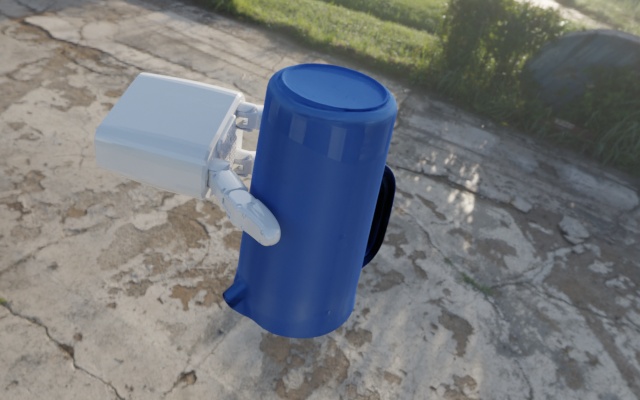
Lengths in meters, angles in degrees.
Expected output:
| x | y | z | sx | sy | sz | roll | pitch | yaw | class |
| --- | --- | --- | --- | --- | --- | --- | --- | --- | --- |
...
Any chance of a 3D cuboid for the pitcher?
| x | y | z | sx | sy | sz | roll | pitch | yaw | class |
| --- | --- | --- | --- | --- | --- | --- | --- | --- | --- |
| 0.000 | 0.001 | 0.458 | 0.145 | 0.243 | 0.149 | 16 | 35 | 5 | pitcher |
